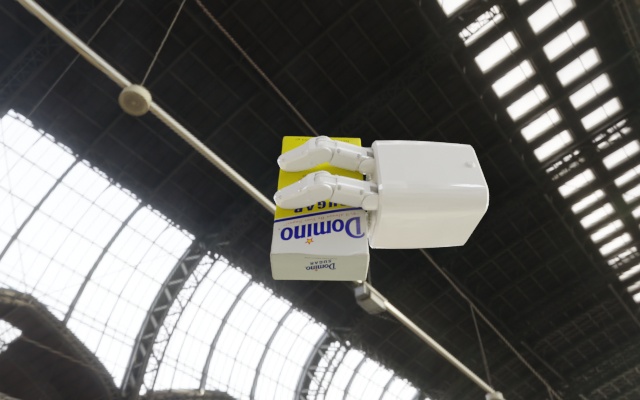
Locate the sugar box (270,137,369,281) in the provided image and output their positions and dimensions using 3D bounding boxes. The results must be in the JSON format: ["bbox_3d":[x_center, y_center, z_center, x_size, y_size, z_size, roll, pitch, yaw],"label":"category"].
[{"bbox_3d":[0.000,0.001,0.507,0.093,0.048,0.176,0,43,-1],"label":"sugar box"}]
